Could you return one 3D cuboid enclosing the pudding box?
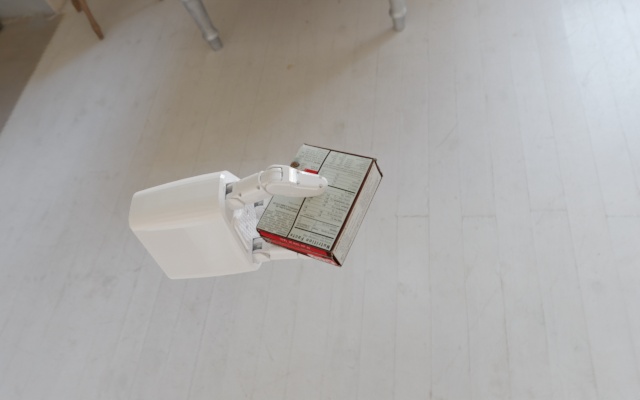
[{"bbox_3d":[0.000,0.001,0.484,0.090,0.113,0.039,16,-22,27],"label":"pudding box"}]
